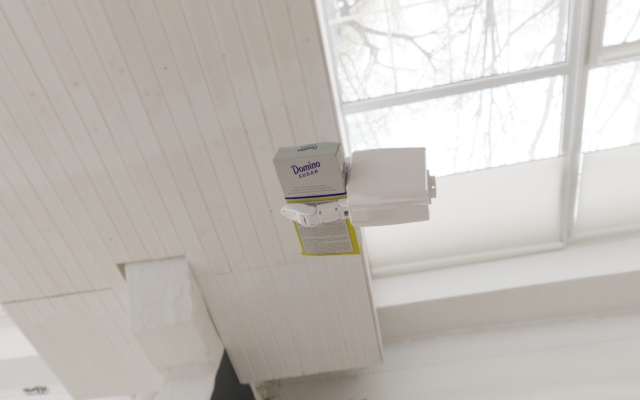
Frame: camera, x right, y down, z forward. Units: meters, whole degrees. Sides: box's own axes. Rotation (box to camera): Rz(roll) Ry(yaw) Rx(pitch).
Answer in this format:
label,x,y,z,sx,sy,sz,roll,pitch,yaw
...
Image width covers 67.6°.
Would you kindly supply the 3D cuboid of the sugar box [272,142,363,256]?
label,x,y,z,sx,sy,sz,roll,pitch,yaw
sugar box,0.000,0.002,0.694,0.093,0.176,0.048,-4,33,16
